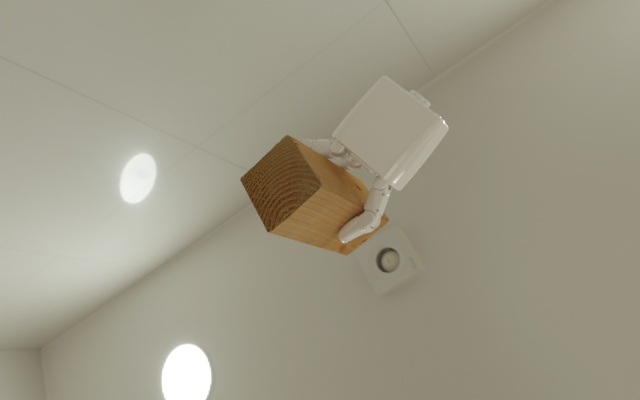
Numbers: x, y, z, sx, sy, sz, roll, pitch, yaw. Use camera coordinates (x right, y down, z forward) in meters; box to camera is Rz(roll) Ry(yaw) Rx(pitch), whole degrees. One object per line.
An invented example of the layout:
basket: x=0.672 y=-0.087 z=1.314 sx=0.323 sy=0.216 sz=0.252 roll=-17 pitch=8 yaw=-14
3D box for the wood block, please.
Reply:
wood block: x=0.001 y=0.002 z=0.654 sx=0.090 sy=0.090 sz=0.206 roll=-41 pitch=-30 yaw=15
